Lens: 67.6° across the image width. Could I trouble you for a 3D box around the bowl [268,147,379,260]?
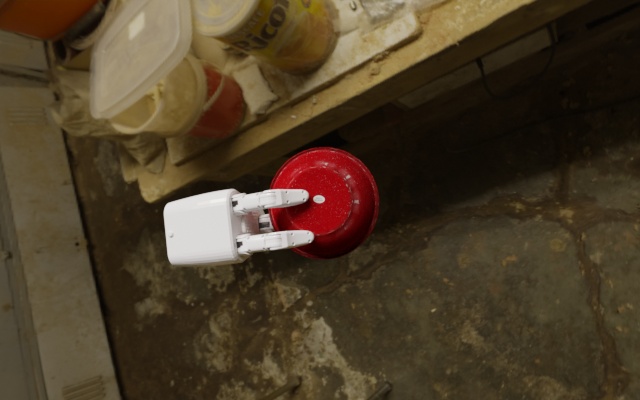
[{"bbox_3d":[0.001,0.002,0.659,0.162,0.162,0.055,0,-3,7],"label":"bowl"}]
